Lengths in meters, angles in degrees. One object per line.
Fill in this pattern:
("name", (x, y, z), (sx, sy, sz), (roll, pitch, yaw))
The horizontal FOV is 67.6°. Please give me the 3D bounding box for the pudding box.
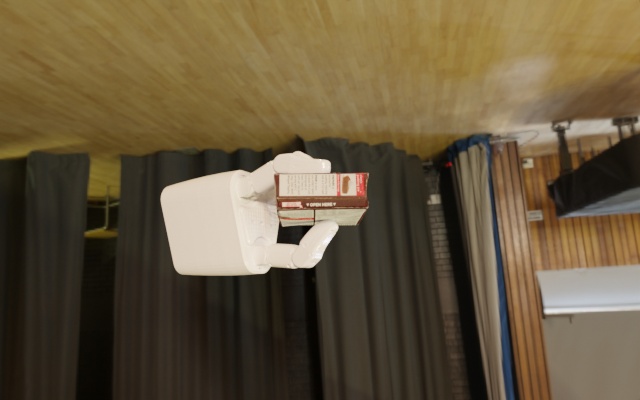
("pudding box", (0.000, 0.002, 0.495), (0.090, 0.039, 0.113), (-2, -10, -2))
